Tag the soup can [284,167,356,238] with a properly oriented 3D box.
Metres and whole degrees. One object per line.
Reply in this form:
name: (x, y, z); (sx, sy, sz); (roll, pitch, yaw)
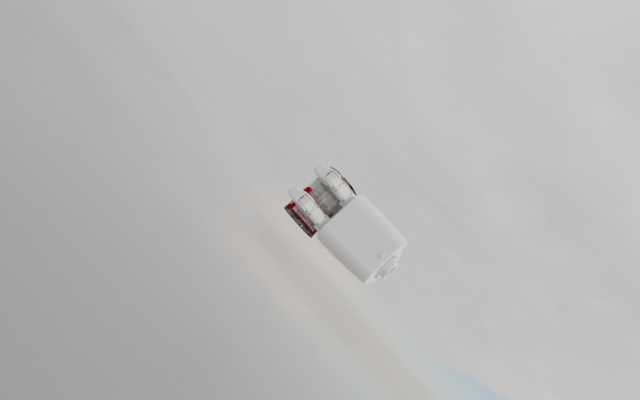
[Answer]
soup can: (0.000, 0.002, 0.781); (0.102, 0.068, 0.068); (-42, 7, -7)
